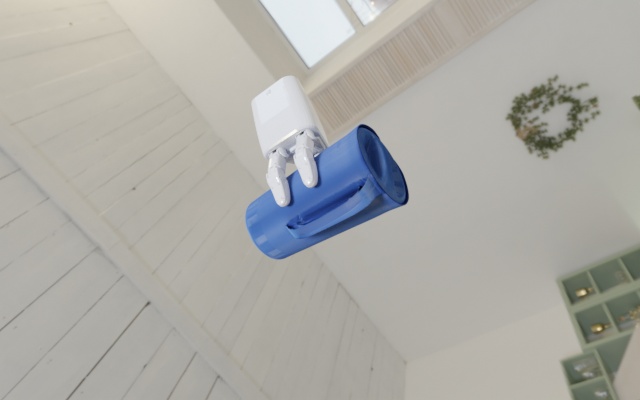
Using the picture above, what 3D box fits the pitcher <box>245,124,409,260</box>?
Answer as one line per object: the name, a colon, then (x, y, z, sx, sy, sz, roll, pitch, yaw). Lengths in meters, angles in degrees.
pitcher: (0.000, 0.002, 0.729, 0.243, 0.145, 0.149, -30, -28, 26)
